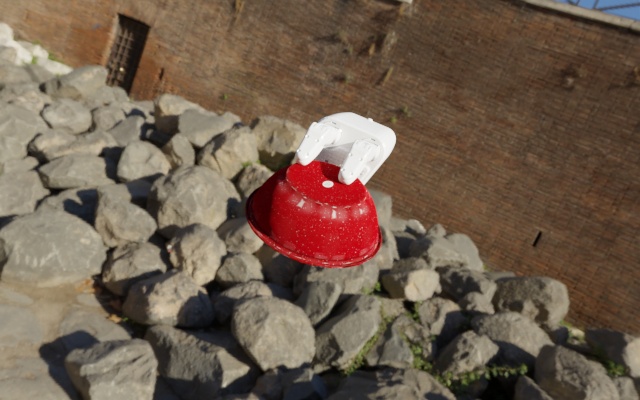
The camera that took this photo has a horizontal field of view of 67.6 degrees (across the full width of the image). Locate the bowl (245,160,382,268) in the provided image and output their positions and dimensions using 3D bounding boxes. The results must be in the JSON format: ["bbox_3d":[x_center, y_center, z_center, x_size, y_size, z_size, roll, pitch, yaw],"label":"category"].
[{"bbox_3d":[0.000,0.002,0.533,0.162,0.055,0.162,13,33,-8],"label":"bowl"}]
